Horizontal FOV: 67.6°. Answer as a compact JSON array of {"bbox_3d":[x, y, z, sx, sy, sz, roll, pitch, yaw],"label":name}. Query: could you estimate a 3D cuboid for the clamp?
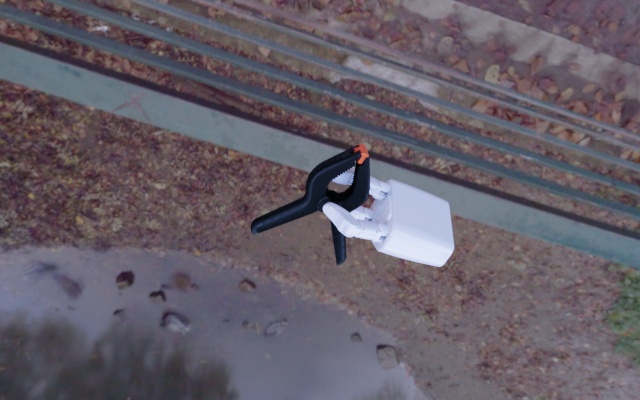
[{"bbox_3d":[0.001,0.002,0.705,0.164,0.210,0.036,16,33,-17],"label":"clamp"}]
